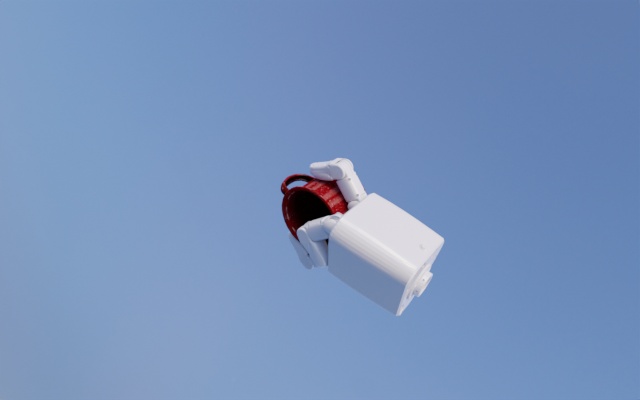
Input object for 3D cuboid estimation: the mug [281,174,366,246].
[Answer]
[{"bbox_3d":[-0.001,0.001,0.641,0.117,0.093,0.081,34,43,21],"label":"mug"}]
